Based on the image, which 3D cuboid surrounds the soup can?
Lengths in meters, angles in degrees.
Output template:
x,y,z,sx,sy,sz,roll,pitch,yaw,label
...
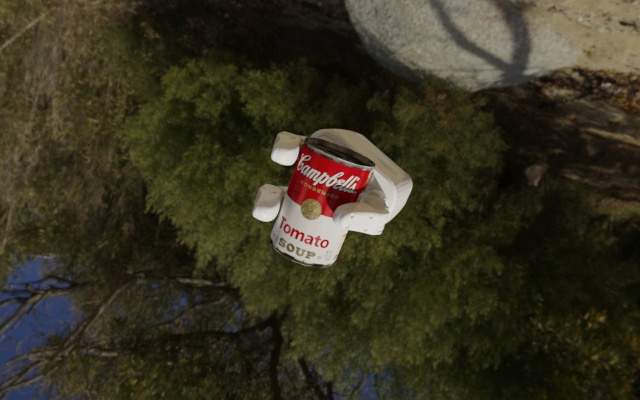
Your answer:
x,y,z,sx,sy,sz,roll,pitch,yaw,label
0.000,0.002,0.439,0.068,0.102,0.068,20,16,-6,soup can
